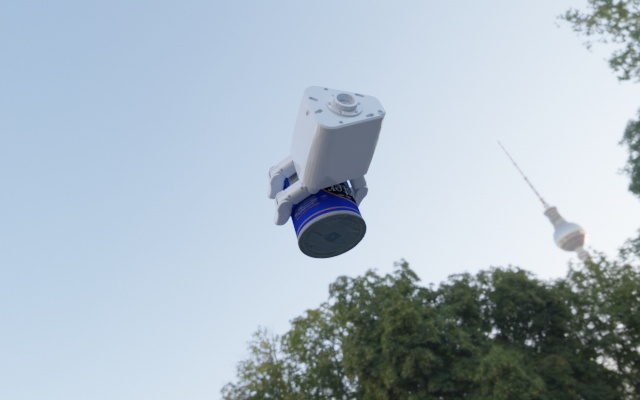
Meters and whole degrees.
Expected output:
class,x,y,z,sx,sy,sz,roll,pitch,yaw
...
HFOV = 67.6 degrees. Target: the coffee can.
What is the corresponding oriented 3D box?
class,x,y,z,sx,sy,sz,roll,pitch,yaw
coffee can,0.000,0.003,0.727,0.103,0.140,0.103,-11,-40,-10
